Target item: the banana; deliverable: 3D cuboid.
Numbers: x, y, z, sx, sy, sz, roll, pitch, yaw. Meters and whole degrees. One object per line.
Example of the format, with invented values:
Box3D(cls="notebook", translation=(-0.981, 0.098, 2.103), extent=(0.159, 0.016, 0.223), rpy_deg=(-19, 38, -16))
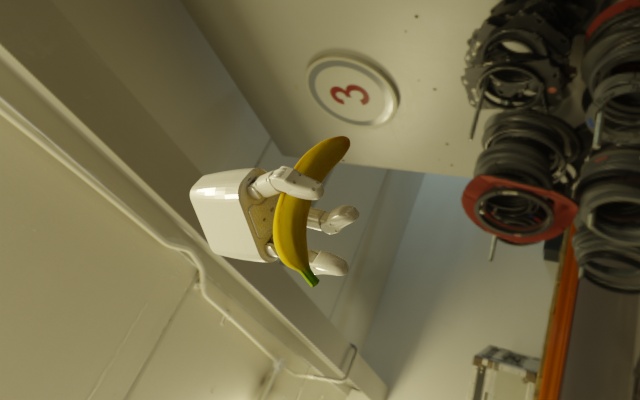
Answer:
Box3D(cls="banana", translation=(-0.014, -0.003, 0.560), extent=(0.070, 0.197, 0.037), rpy_deg=(30, -27, -32))
